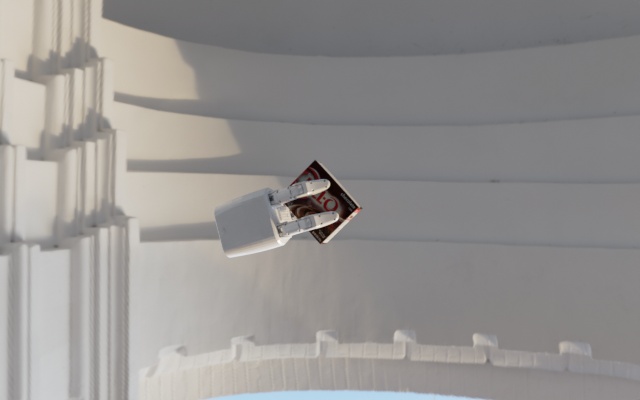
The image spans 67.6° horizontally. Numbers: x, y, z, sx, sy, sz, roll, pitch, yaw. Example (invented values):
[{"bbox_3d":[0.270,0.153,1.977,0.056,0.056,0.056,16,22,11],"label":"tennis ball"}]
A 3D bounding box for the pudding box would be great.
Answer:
[{"bbox_3d":[0.000,0.003,0.798,0.090,0.113,0.039,-45,-13,11],"label":"pudding box"}]
